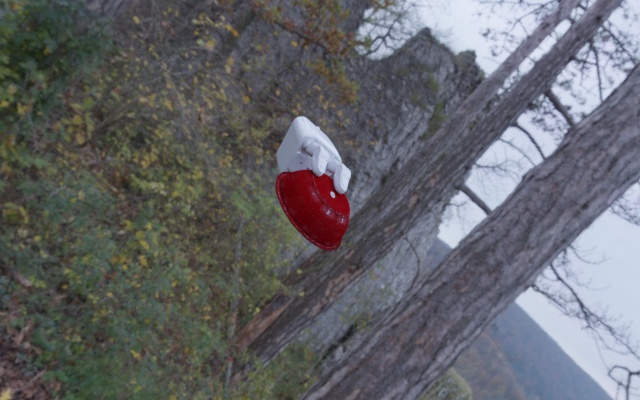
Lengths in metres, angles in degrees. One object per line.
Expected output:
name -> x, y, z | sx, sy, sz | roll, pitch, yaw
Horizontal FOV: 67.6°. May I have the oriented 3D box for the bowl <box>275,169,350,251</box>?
bowl -> 0.001, 0.003, 0.808 | 0.055, 0.162, 0.162 | -37, -17, 24
